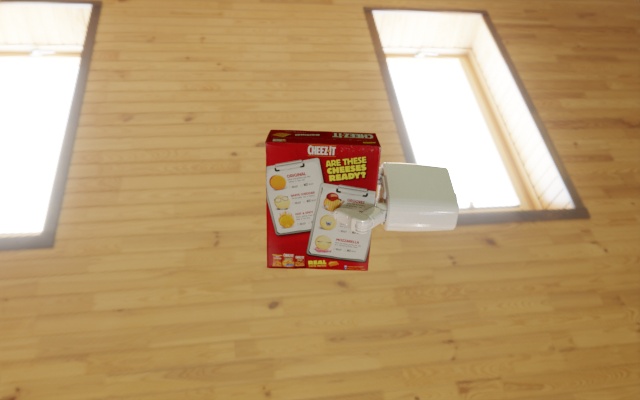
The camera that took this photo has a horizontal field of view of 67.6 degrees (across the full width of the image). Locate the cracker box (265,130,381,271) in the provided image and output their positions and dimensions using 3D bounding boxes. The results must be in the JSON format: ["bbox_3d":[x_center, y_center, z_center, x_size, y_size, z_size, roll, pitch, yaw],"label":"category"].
[{"bbox_3d":[0.000,0.003,0.737,0.164,0.214,0.072,2,27,-1],"label":"cracker box"}]
